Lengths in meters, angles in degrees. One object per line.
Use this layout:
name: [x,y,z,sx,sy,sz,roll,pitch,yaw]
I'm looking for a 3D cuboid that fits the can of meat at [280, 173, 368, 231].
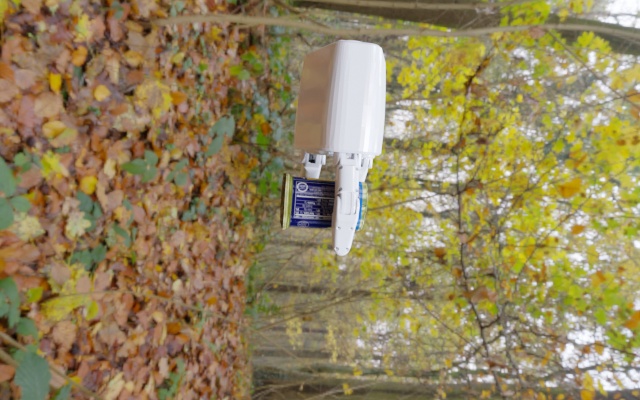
can of meat: [0.000,0.002,0.521,0.084,0.057,0.102,4,3,-7]
